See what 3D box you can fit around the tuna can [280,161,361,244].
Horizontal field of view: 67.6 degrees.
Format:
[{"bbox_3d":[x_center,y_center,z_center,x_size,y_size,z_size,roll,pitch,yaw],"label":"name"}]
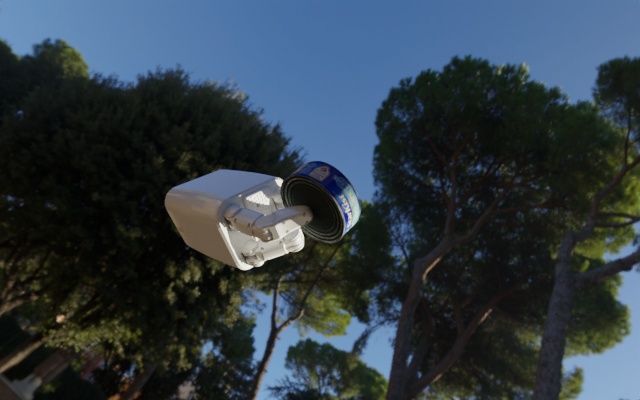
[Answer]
[{"bbox_3d":[0.000,0.001,0.507,0.086,0.086,0.033,0,33,47],"label":"tuna can"}]
